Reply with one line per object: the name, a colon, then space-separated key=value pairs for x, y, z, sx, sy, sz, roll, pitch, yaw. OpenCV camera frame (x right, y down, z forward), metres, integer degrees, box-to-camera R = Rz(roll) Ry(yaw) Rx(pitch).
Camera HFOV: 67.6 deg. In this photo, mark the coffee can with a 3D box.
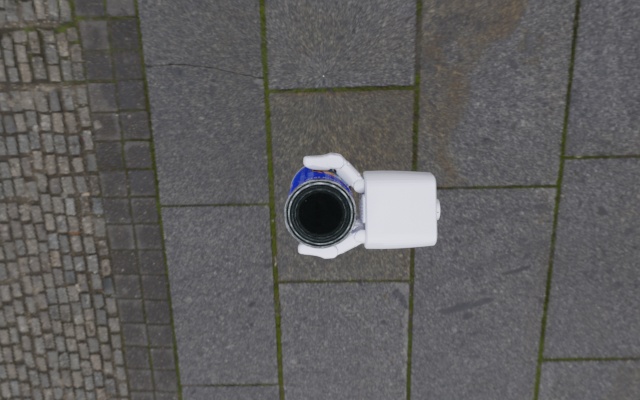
coffee can: x=0.000 y=0.002 z=0.735 sx=0.103 sy=0.103 sz=0.140 roll=0 pitch=15 yaw=0
